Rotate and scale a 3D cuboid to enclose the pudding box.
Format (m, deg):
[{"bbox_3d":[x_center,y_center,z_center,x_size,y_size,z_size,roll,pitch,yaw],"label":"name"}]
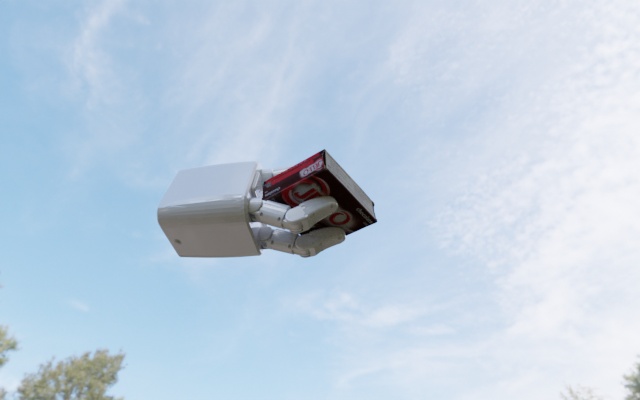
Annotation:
[{"bbox_3d":[0.000,0.002,0.563,0.090,0.039,0.113,-26,-46,25],"label":"pudding box"}]
